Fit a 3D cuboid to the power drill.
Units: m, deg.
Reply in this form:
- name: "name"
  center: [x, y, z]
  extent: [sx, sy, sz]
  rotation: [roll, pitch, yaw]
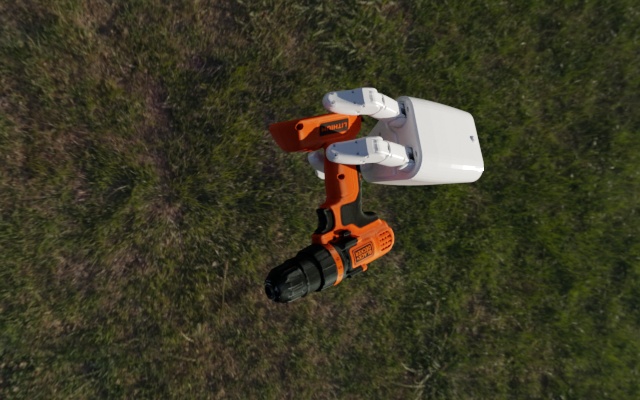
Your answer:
- name: "power drill"
  center: [0.000, 0.001, 0.525]
  extent: [0.184, 0.188, 0.057]
  rotation: [-21, 17, -41]
